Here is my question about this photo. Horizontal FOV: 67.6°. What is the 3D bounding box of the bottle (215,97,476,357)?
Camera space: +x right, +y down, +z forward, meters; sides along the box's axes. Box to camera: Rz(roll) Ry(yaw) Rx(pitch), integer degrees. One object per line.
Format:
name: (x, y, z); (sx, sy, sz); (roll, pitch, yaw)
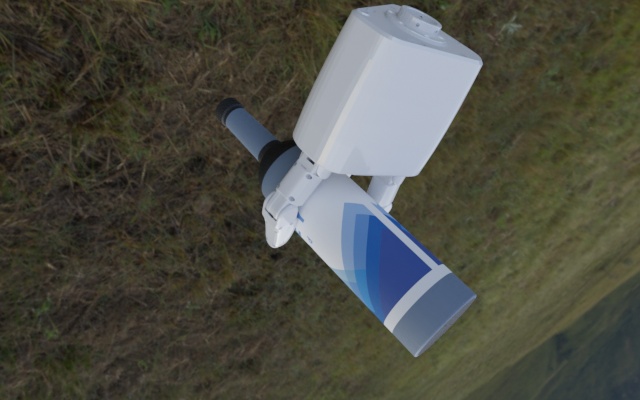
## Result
bottle: (0.000, 0.002, 0.422); (0.295, 0.069, 0.069); (45, 22, 24)
